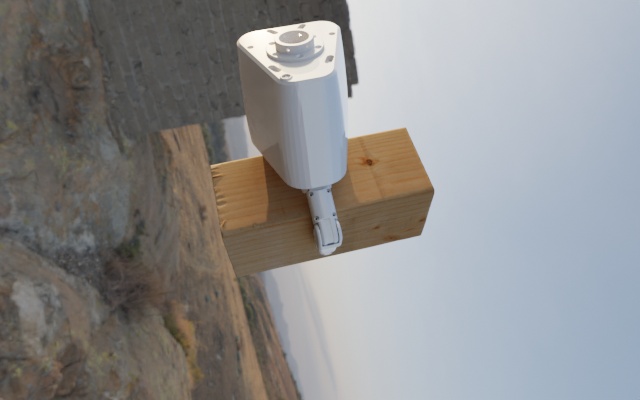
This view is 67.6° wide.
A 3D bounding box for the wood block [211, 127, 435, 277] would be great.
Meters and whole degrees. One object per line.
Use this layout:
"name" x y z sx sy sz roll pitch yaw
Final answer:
"wood block" 0.000 0.002 0.502 0.206 0.090 0.090 -12 -33 -7
